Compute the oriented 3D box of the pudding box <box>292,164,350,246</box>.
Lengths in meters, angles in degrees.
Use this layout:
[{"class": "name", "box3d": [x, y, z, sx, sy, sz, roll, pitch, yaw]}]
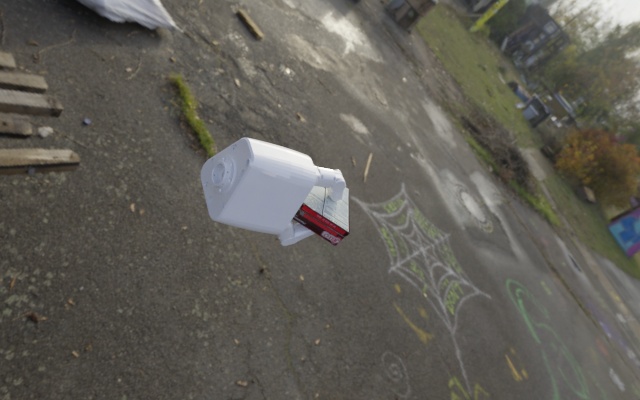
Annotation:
[{"class": "pudding box", "box3d": [0.000, 0.002, 0.721, 0.090, 0.113, 0.039, 35, -56, -22]}]
